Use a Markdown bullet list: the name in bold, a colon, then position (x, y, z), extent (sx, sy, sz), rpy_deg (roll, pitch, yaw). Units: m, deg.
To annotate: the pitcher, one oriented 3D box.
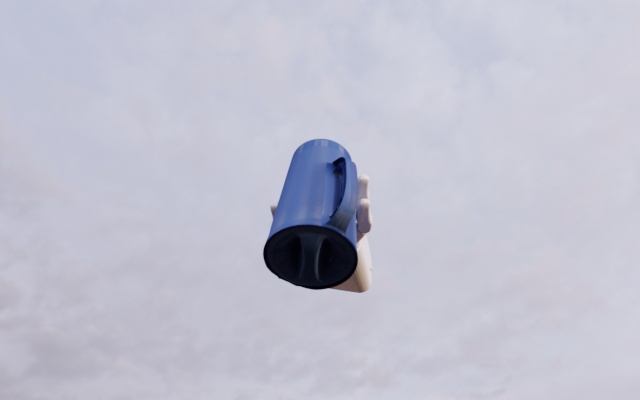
- **pitcher**: position (0.000, 0.003, 0.746), extent (0.149, 0.145, 0.242), rpy_deg (-10, 39, 13)
